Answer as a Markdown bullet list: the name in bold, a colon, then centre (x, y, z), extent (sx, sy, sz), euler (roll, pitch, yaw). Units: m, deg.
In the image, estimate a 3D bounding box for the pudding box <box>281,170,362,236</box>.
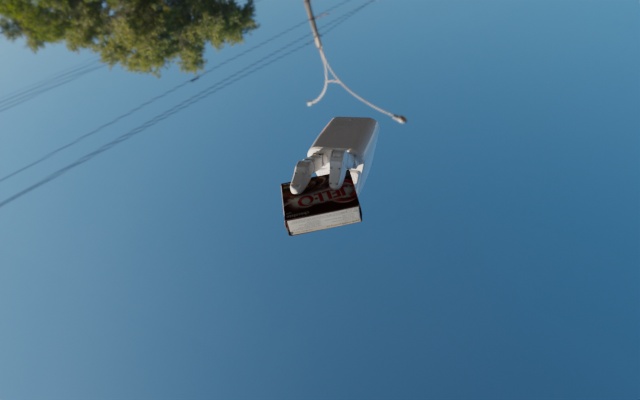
- **pudding box**: centre (0.000, 0.002, 0.718), extent (0.113, 0.039, 0.090), euler (-14, 38, 2)
